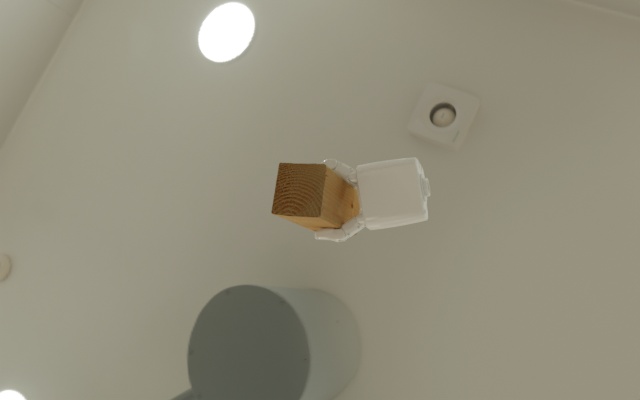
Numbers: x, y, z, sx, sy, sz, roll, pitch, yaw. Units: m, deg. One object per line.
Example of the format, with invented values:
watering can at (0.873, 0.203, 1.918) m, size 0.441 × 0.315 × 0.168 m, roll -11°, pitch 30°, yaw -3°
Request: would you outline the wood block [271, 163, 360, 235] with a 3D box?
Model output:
wood block at (0.001, 0.003, 0.871) m, size 0.090 × 0.091 × 0.206 m, roll 3°, pitch -11°, yaw 22°
